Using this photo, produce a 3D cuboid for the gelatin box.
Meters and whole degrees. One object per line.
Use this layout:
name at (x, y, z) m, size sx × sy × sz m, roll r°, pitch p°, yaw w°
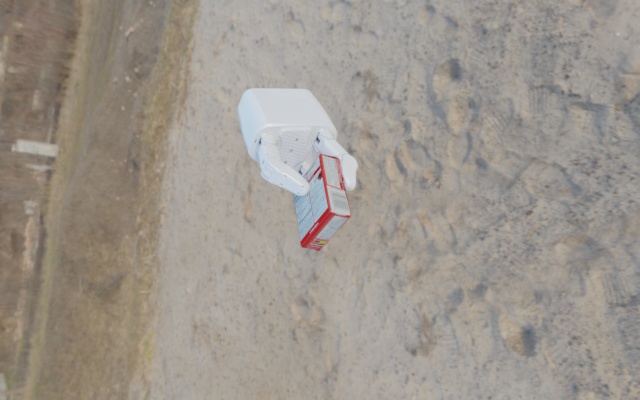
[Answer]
gelatin box at (0.000, 0.002, 0.557) m, size 0.030 × 0.089 × 0.073 m, roll 13°, pitch -43°, yaw -27°
